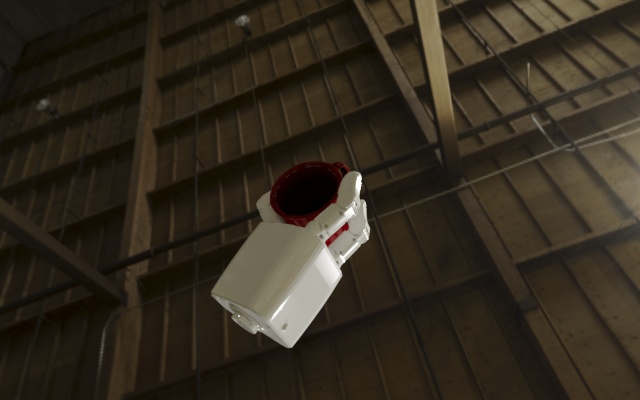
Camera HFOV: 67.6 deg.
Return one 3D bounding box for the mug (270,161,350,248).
[{"bbox_3d":[0.001,0.001,0.614,0.093,0.117,0.082,20,-29,35],"label":"mug"}]
